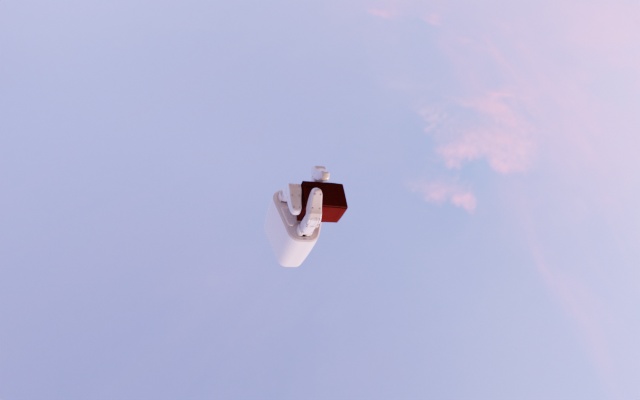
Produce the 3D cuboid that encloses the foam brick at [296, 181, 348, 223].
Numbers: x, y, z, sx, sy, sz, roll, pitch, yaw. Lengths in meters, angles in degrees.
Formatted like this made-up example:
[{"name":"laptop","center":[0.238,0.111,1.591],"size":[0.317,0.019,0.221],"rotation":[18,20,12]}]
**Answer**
[{"name":"foam brick","center":[0.000,0.003,0.835],"size":[0.078,0.053,0.051],"rotation":[4,-35,-18]}]
